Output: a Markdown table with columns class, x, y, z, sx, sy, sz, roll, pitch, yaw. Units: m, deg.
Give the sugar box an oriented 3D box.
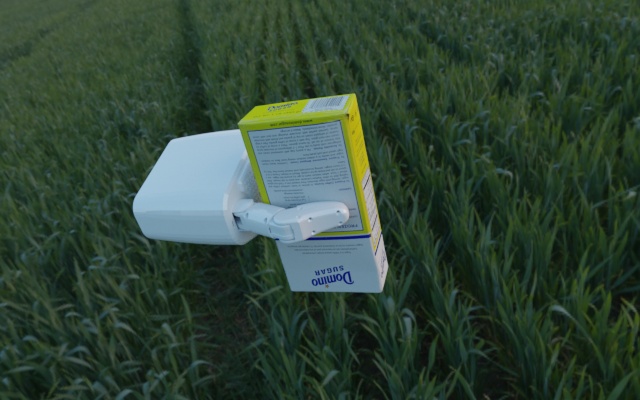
| class | x | y | z | sx | sy | sz | roll | pitch | yaw |
| --- | --- | --- | --- | --- | --- | --- | --- | --- | --- |
| sugar box | 0.000 | 0.001 | 0.421 | 0.093 | 0.176 | 0.048 | -2 | 33 | 19 |
